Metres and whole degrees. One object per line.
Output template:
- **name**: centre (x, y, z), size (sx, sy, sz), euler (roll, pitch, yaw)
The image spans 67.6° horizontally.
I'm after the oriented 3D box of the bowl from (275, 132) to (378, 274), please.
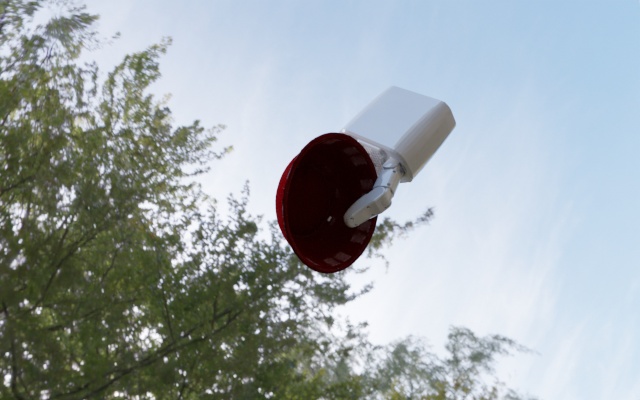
- **bowl**: centre (-0.001, 0.002, 0.561), size (0.055, 0.162, 0.162), euler (5, 3, 44)
